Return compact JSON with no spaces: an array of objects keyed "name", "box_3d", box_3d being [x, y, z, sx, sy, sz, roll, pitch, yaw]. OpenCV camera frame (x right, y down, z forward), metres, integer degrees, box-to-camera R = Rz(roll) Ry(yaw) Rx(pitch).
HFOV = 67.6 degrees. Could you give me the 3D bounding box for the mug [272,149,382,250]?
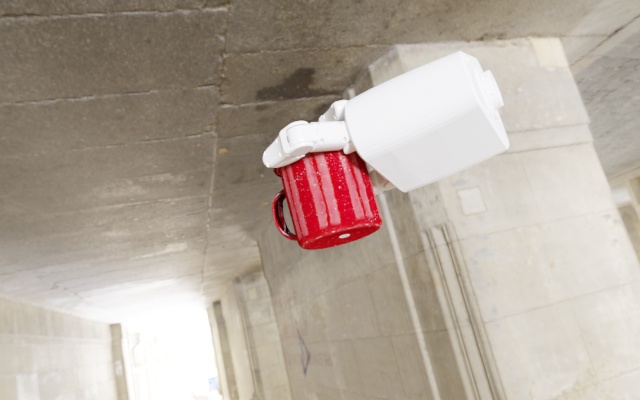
[{"name":"mug","box_3d":[-0.001,0.002,0.458,0.117,0.081,0.093,-23,-17,30]}]
